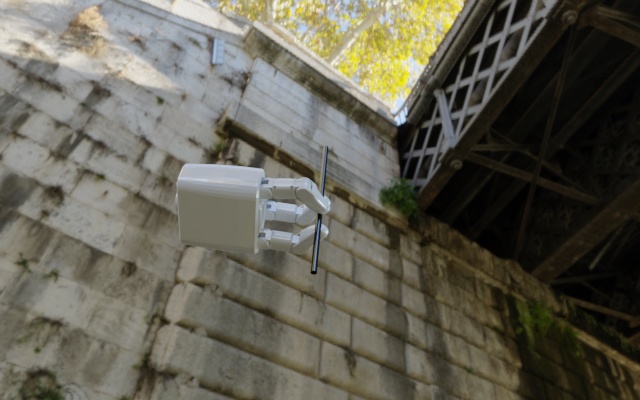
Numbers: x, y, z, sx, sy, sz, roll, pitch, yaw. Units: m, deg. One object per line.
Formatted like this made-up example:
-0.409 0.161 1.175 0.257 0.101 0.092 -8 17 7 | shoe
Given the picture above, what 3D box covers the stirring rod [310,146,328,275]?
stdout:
0.000 0.002 0.657 0.011 0.011 0.239 3 45 3 | stirring rod
